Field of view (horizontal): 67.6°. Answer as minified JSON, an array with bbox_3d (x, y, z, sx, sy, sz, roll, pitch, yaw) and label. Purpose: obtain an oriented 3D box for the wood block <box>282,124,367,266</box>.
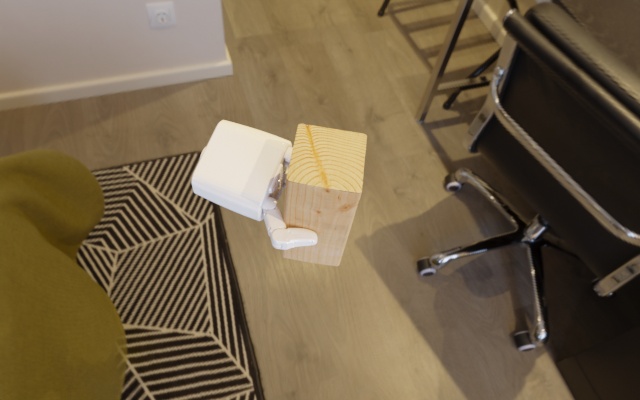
[{"bbox_3d":[0.000,0.002,0.655,0.090,0.090,0.206,10,-32,0],"label":"wood block"}]
